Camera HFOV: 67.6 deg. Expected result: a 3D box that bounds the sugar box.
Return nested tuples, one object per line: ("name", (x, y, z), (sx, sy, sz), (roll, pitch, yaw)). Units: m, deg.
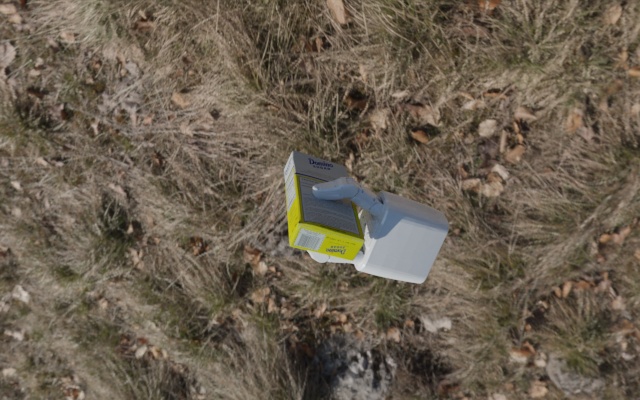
("sugar box", (0.000, 0.003, 0.675), (0.093, 0.048, 0.176), (16, 31, -18))
